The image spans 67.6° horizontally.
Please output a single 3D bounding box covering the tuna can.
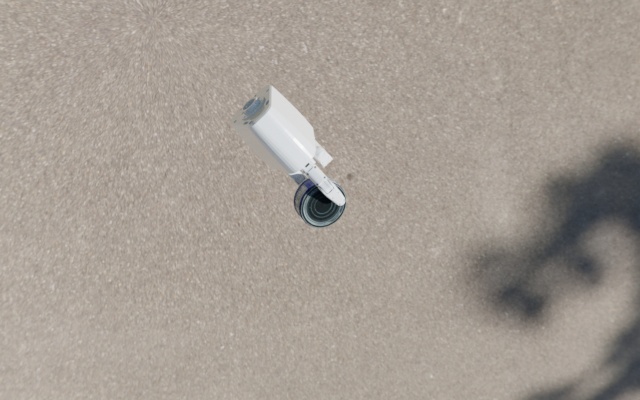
[{"bbox_3d":[0.000,0.003,0.808,0.086,0.086,0.033,0,23,-24],"label":"tuna can"}]
